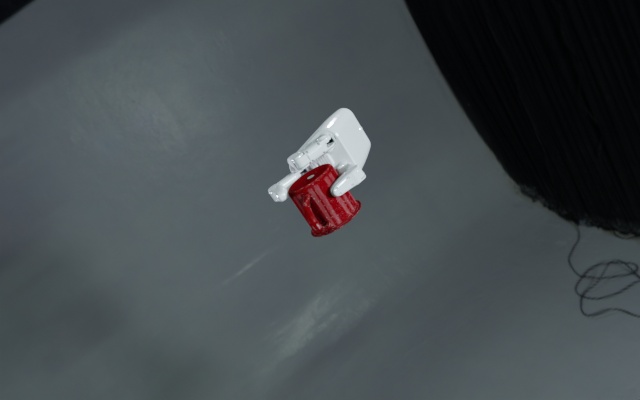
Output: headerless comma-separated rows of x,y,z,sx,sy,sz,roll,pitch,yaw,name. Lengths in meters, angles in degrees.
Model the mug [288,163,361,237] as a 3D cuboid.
0.000,0.003,0.730,0.093,0.081,0.117,-25,18,28,mug
